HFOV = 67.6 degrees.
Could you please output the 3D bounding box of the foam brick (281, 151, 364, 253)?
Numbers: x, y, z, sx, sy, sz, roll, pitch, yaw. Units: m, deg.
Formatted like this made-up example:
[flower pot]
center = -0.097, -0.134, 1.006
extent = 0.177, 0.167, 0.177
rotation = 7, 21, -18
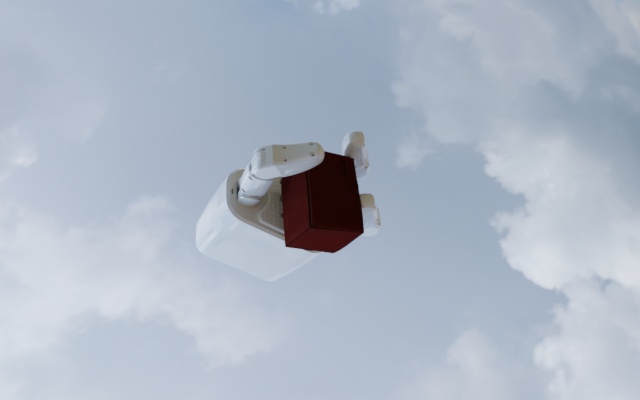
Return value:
[foam brick]
center = 0.000, 0.002, 0.425
extent = 0.053, 0.078, 0.051
rotation = 10, -31, -27
